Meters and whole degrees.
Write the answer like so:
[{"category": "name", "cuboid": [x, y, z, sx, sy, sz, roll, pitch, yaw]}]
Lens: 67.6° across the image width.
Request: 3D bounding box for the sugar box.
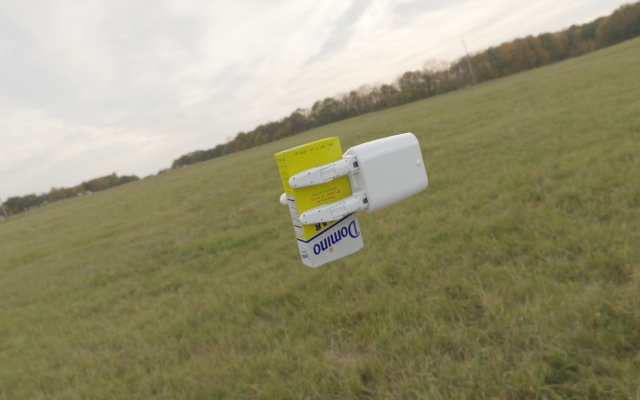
[{"category": "sugar box", "cuboid": [0.000, 0.002, 0.710, 0.093, 0.176, 0.048, -19, 9, -23]}]
